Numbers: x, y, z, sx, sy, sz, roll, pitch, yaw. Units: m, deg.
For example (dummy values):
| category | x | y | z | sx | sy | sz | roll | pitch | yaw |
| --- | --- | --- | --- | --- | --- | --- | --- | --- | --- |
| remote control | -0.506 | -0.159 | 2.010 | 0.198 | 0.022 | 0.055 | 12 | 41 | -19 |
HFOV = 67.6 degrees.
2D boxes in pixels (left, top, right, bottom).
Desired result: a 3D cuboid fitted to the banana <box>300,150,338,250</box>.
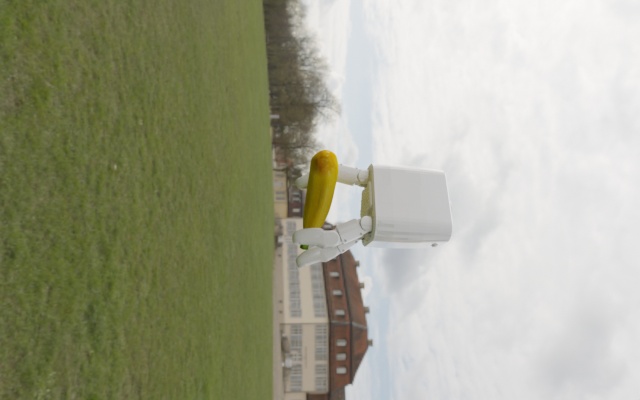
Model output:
| category | x | y | z | sx | sy | sz | roll | pitch | yaw |
| --- | --- | --- | --- | --- | --- | --- | --- | --- | --- |
| banana | 0.001 | -0.011 | 0.606 | 0.037 | 0.069 | 0.198 | 6 | -35 | -3 |
